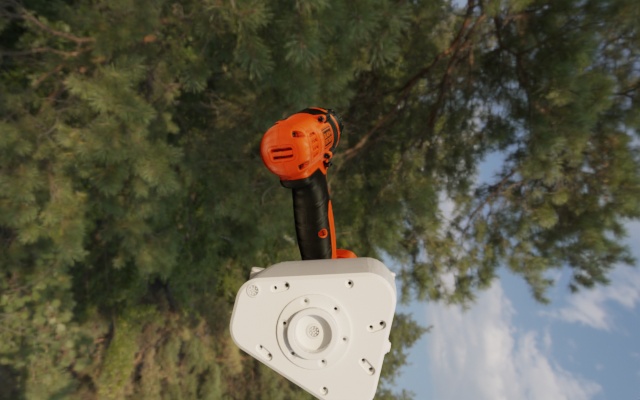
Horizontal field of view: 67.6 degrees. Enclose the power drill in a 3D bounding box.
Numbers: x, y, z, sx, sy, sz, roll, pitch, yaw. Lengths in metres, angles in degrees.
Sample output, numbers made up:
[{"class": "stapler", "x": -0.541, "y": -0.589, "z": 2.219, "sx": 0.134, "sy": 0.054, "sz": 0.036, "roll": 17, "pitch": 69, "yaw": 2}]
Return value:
[{"class": "power drill", "x": 0.000, "y": 0.002, "z": 0.482, "sx": 0.057, "sy": 0.188, "sz": 0.184, "roll": -7, "pitch": 14, "yaw": 17}]
